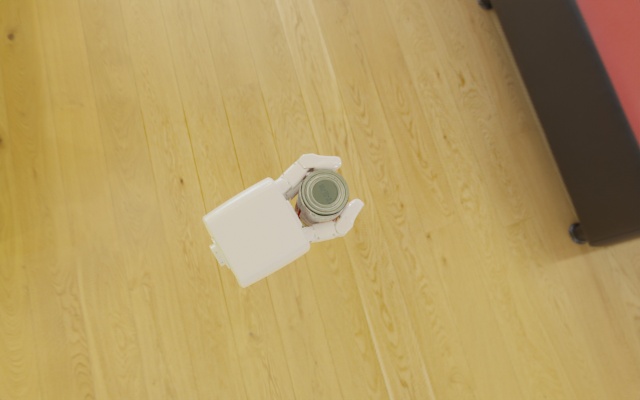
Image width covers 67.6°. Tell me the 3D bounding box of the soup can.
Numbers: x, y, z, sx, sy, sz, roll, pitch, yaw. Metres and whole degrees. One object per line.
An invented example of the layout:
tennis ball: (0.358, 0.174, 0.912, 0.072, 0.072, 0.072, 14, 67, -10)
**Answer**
soup can: (0.001, 0.002, 0.684, 0.068, 0.068, 0.102, 0, -16, -7)
